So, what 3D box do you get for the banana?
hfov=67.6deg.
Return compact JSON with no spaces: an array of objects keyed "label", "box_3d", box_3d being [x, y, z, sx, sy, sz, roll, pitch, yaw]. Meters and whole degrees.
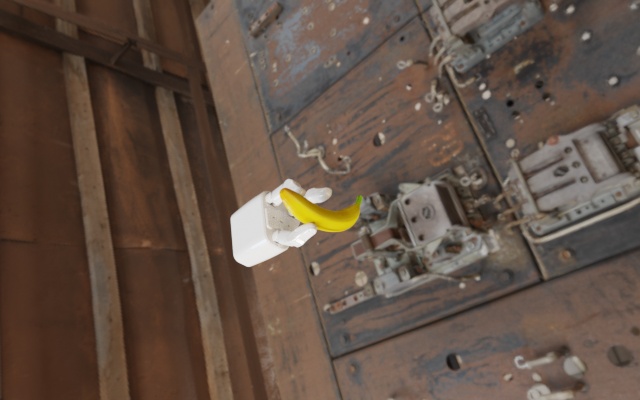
[{"label":"banana","box_3d":[0.006,0.020,0.831,0.198,0.069,0.037,6,-24,-46]}]
